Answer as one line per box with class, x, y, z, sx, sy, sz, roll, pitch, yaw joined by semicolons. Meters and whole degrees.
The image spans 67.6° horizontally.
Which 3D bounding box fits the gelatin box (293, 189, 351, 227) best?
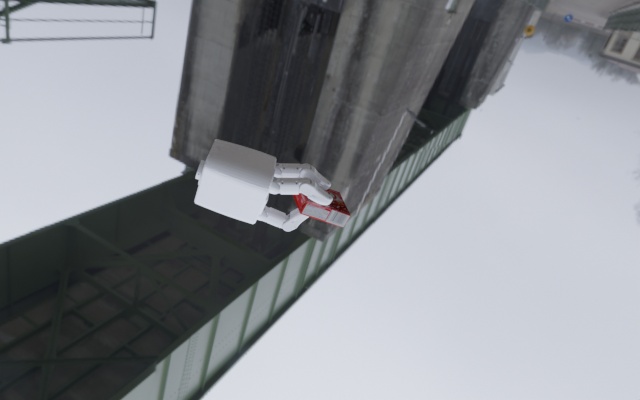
gelatin box;0.000;0.003;0.809;0.089;0.030;0.073;19;26;-26
